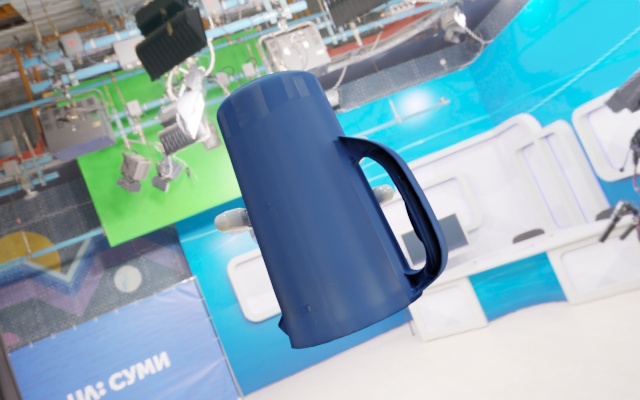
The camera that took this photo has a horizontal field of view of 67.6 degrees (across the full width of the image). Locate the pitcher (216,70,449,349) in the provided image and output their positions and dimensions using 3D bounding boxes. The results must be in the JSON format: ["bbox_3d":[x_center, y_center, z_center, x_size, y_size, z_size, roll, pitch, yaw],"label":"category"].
[{"bbox_3d":[0.000,0.002,0.454,0.149,0.243,0.145,-21,-6,-16],"label":"pitcher"}]
